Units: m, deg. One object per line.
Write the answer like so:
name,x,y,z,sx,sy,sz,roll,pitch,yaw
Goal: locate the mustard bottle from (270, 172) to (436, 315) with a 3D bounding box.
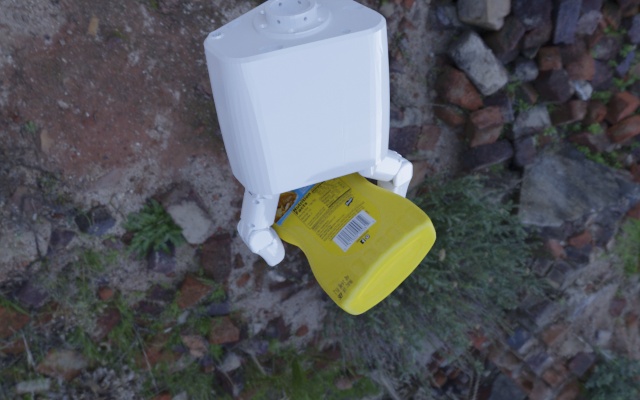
mustard bottle,0.000,0.002,0.417,0.191,0.096,0.058,43,-3,37
